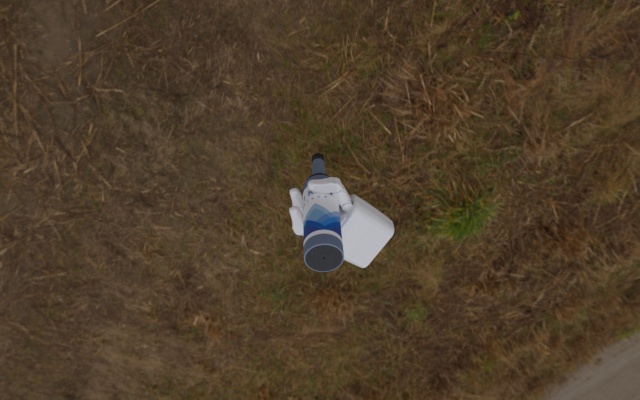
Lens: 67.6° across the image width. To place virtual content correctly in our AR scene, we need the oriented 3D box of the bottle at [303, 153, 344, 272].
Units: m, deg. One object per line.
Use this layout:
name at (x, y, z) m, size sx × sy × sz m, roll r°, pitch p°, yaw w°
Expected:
bottle at (0.000, 0.003, 0.897) m, size 0.069 × 0.069 × 0.295 m, roll 0°, pitch 39°, yaw -3°
